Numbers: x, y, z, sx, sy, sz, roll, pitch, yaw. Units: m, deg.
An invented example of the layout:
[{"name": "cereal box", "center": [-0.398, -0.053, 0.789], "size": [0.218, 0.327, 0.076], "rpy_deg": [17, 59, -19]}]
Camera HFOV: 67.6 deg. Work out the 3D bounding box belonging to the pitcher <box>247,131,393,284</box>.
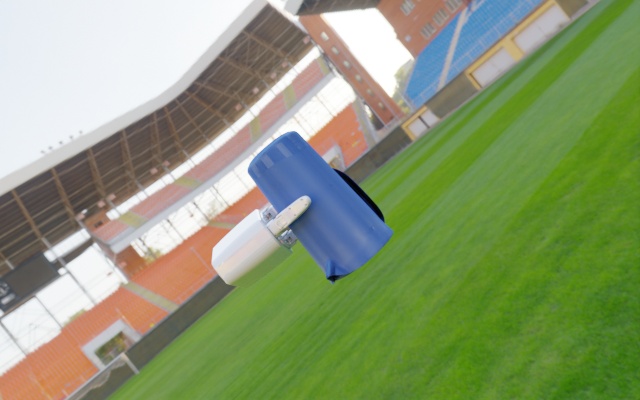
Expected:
[{"name": "pitcher", "center": [0.000, 0.003, 0.793], "size": [0.145, 0.243, 0.149], "rpy_deg": [-40, 0, 1]}]
